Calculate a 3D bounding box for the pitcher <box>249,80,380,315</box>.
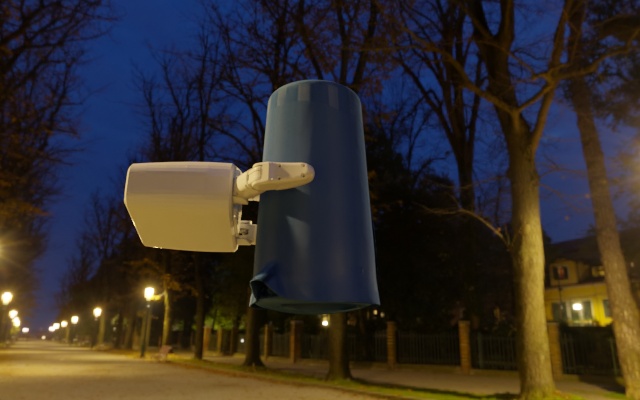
[{"bbox_3d":[0.000,0.002,0.527,0.145,0.242,0.149,1,-16,-3],"label":"pitcher"}]
